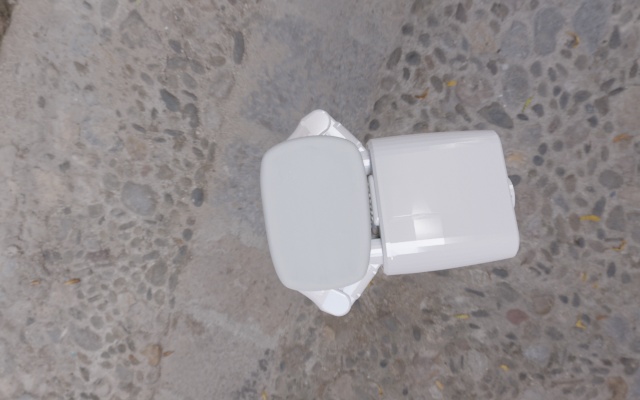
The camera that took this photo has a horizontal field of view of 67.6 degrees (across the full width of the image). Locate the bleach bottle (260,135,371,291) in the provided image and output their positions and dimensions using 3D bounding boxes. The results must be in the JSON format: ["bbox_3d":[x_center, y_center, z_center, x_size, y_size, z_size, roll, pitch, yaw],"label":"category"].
[{"bbox_3d":[0.000,0.001,0.420,0.068,0.102,0.251,-6,4,1],"label":"bleach bottle"}]
